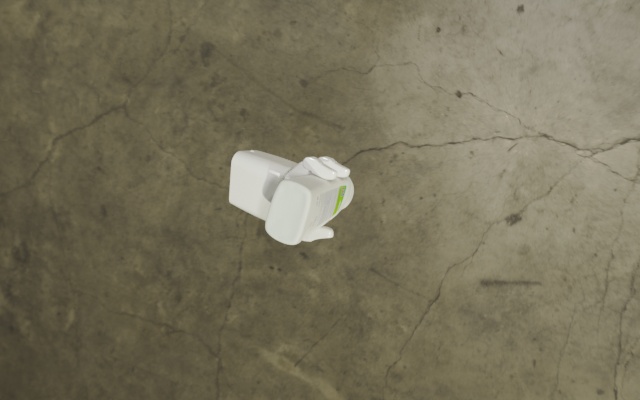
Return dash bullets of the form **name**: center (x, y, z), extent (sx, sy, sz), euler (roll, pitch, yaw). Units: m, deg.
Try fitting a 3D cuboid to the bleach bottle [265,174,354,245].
- **bleach bottle**: center (0.000, 0.003, 0.837), extent (0.068, 0.102, 0.251), euler (24, 15, 19)
